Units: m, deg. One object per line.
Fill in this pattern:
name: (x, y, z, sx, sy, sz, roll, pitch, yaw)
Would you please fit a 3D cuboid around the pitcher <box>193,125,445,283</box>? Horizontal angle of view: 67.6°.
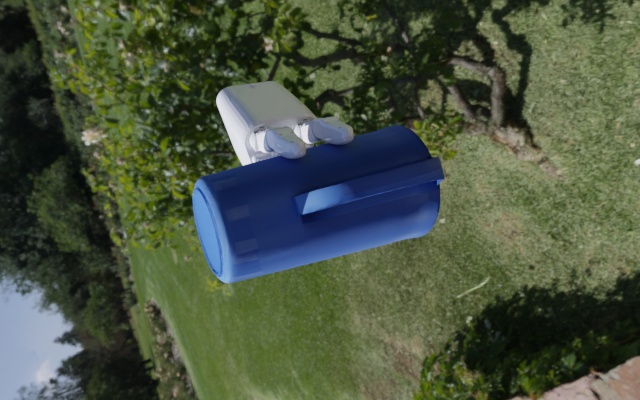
pitcher: (0.000, 0.002, 0.502, 0.243, 0.149, 0.145, -15, 44, -24)
